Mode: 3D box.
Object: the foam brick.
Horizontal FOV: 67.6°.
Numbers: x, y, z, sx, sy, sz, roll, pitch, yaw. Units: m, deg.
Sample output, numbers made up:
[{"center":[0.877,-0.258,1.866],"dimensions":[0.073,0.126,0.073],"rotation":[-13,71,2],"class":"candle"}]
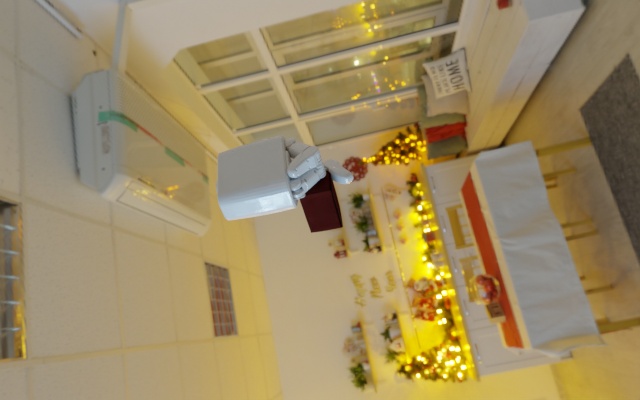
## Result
[{"center":[0.000,0.003,0.738],"dimensions":[0.051,0.078,0.053],"rotation":[-13,37,6],"class":"foam brick"}]
